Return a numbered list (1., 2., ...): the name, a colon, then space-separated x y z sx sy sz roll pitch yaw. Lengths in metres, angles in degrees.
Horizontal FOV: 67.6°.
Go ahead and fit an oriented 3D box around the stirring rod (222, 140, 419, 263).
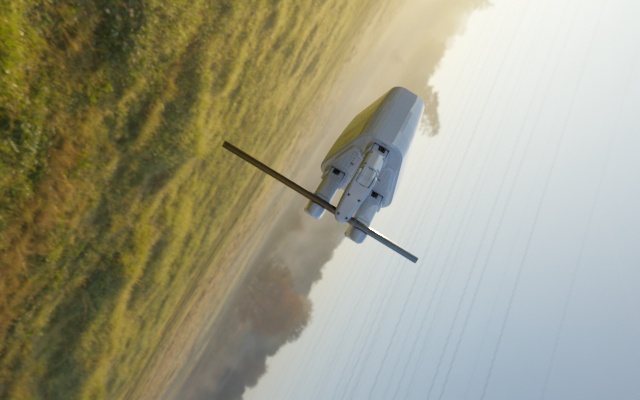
1. stirring rod: 0.000 0.002 0.510 0.239 0.011 0.011 31 0 -1
